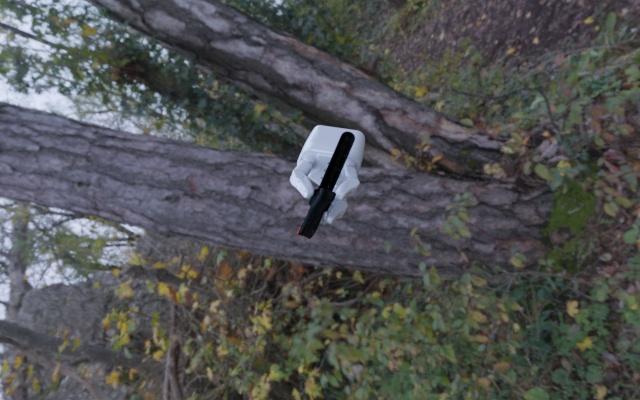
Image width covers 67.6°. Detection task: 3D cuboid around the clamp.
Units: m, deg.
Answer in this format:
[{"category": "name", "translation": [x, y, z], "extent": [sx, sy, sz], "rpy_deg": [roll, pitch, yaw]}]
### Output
[{"category": "clamp", "translation": [-0.001, 0.003, 0.812], "extent": [0.036, 0.210, 0.164], "rpy_deg": [24, 38, -2]}]
